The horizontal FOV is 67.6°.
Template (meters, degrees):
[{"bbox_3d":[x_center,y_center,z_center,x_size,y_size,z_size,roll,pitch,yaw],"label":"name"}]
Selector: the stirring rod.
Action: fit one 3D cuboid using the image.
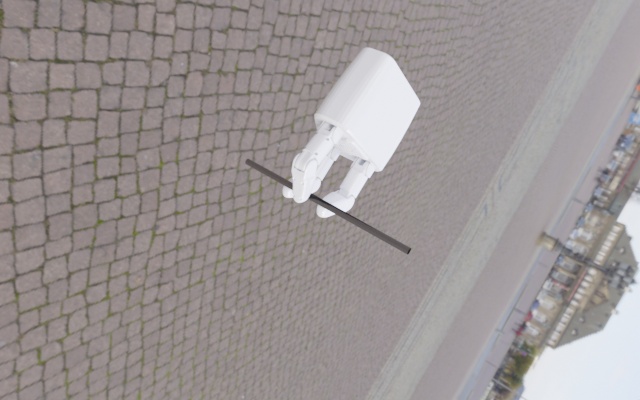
[{"bbox_3d":[0.000,0.002,0.560,0.239,0.011,0.011,29,14,27],"label":"stirring rod"}]
